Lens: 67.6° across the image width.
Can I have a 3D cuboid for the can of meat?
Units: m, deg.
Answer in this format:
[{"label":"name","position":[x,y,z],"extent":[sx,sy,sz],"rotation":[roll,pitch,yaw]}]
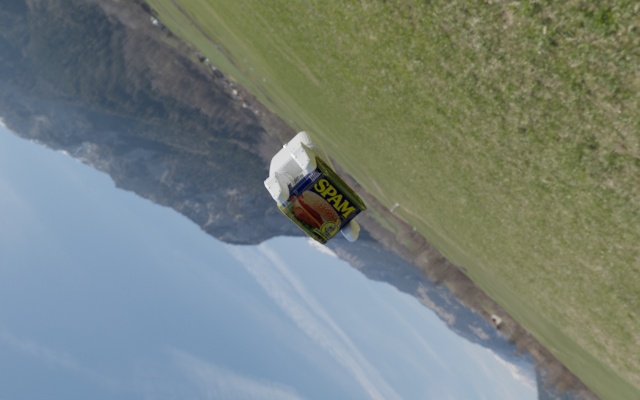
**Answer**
[{"label":"can of meat","position":[0.000,0.003,0.675],"extent":[0.102,0.084,0.057],"rotation":[43,10,-23]}]
